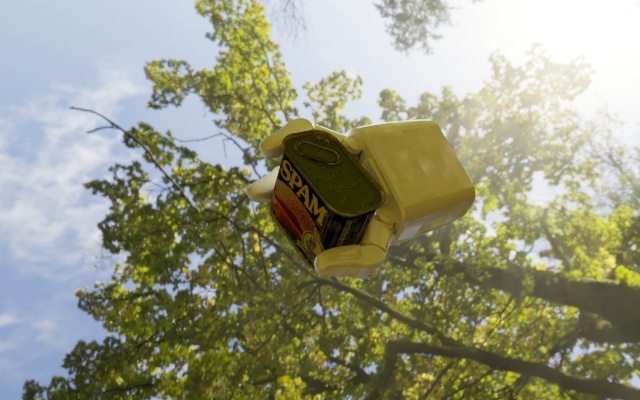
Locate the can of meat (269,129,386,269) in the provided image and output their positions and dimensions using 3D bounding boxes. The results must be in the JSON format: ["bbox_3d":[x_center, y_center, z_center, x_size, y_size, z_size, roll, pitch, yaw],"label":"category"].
[{"bbox_3d":[0.000,0.002,0.428,0.057,0.084,0.102,-17,55,-33],"label":"can of meat"}]
